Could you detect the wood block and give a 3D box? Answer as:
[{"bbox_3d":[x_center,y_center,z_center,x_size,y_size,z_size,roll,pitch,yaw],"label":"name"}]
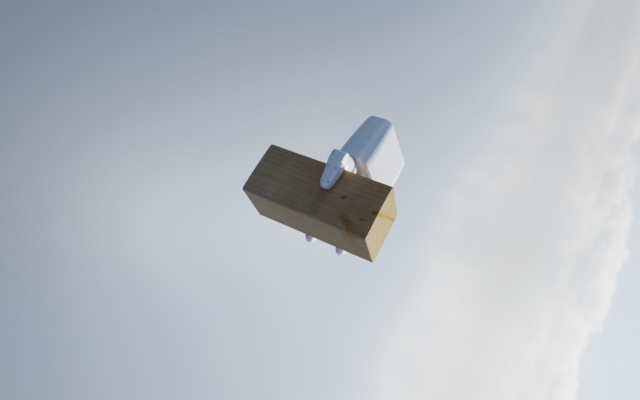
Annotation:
[{"bbox_3d":[0.000,0.002,0.719,0.206,0.090,0.091,21,-23,23],"label":"wood block"}]
